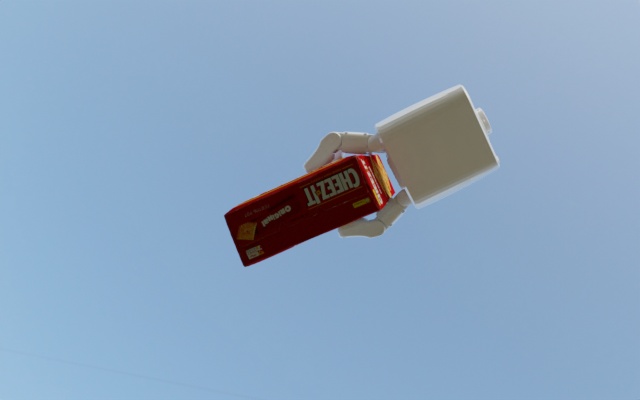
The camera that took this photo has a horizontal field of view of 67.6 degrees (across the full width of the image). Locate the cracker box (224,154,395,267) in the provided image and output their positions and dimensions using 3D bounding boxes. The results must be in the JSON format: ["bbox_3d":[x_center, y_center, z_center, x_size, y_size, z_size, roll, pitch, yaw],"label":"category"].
[{"bbox_3d":[0.000,0.002,0.597,0.164,0.072,0.213,-24,-1,14],"label":"cracker box"}]
